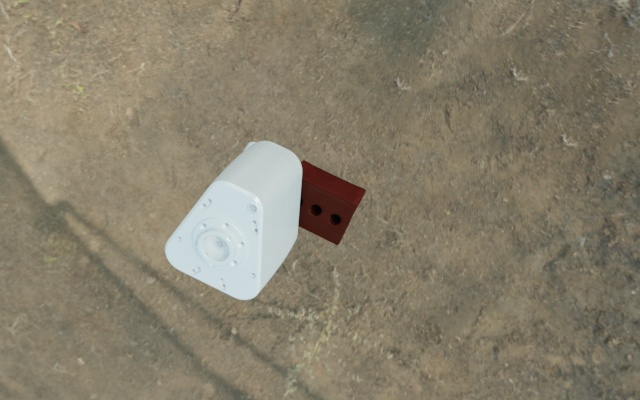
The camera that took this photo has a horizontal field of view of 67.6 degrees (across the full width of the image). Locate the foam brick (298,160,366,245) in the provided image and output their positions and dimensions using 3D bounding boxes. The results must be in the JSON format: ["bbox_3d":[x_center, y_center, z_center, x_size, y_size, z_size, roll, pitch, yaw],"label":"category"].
[{"bbox_3d":[0.000,0.002,0.510,0.078,0.053,0.051,25,25,3],"label":"foam brick"}]
